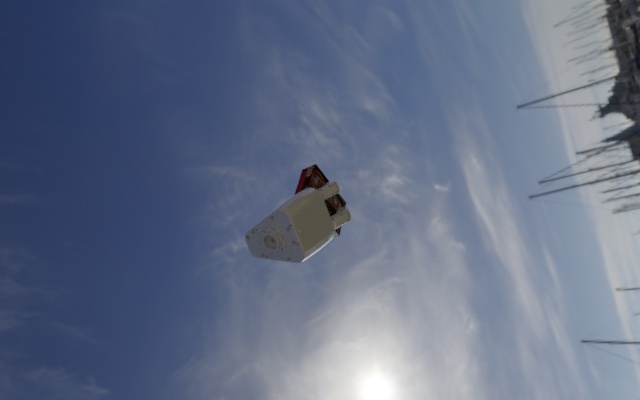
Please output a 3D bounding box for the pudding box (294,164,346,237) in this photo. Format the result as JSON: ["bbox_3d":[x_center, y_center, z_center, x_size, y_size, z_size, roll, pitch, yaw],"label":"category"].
[{"bbox_3d":[0.000,0.003,0.890,0.039,0.090,0.113,-17,-52,29],"label":"pudding box"}]
